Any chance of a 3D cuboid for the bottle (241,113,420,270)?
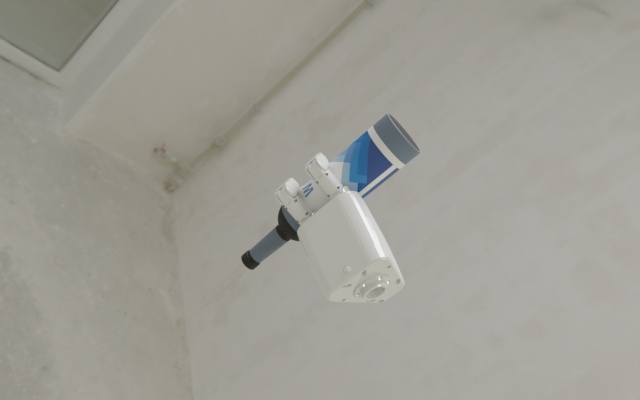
[{"bbox_3d":[0.000,0.002,0.659,0.296,0.069,0.069,-40,-15,18],"label":"bottle"}]
